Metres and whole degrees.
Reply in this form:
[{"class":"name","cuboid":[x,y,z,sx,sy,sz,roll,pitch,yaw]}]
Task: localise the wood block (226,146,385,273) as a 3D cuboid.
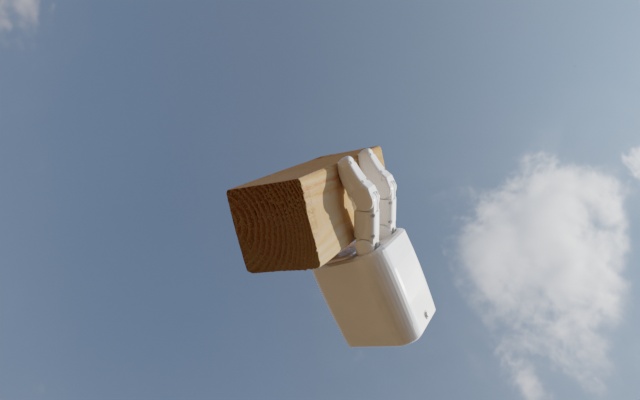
[{"class":"wood block","cuboid":[0.000,0.002,0.545,0.091,0.090,0.206,-9,10,30]}]
